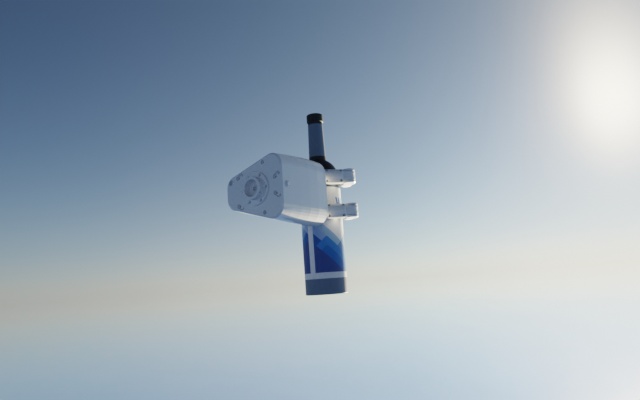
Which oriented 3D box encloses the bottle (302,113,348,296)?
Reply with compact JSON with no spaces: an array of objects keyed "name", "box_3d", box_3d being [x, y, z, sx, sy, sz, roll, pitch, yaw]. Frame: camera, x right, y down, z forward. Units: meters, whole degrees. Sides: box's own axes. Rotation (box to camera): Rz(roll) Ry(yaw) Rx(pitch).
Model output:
[{"name":"bottle","box_3d":[0.000,0.003,0.775,0.069,0.295,0.069,-4,-10,-1]}]
